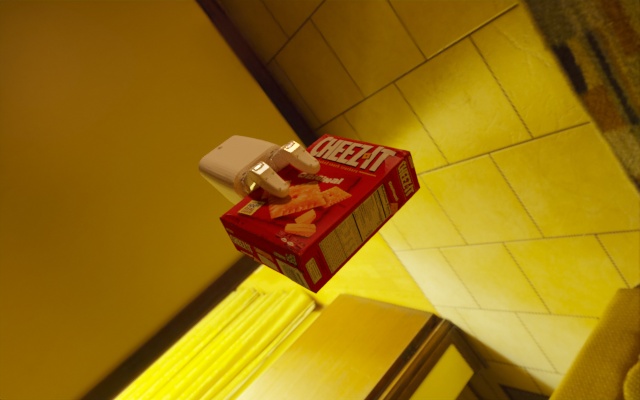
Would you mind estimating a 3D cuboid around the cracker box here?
[{"bbox_3d":[0.000,0.002,0.632,0.164,0.072,0.213,20,52,44],"label":"cracker box"}]
